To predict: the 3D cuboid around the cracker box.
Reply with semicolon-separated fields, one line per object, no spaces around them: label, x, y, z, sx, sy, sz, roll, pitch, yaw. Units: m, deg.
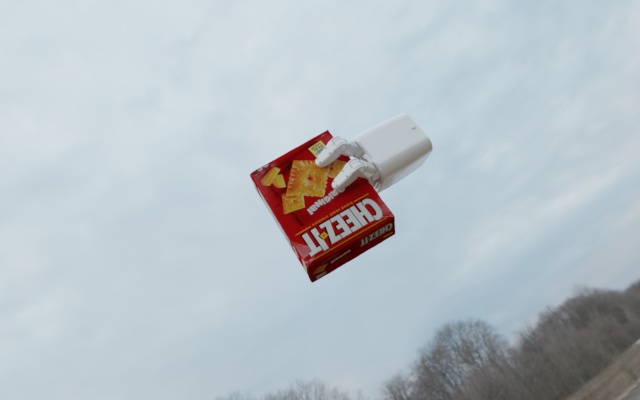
cracker box;0.000;0.003;0.807;0.164;0.213;0.072;-30;-30;-9
